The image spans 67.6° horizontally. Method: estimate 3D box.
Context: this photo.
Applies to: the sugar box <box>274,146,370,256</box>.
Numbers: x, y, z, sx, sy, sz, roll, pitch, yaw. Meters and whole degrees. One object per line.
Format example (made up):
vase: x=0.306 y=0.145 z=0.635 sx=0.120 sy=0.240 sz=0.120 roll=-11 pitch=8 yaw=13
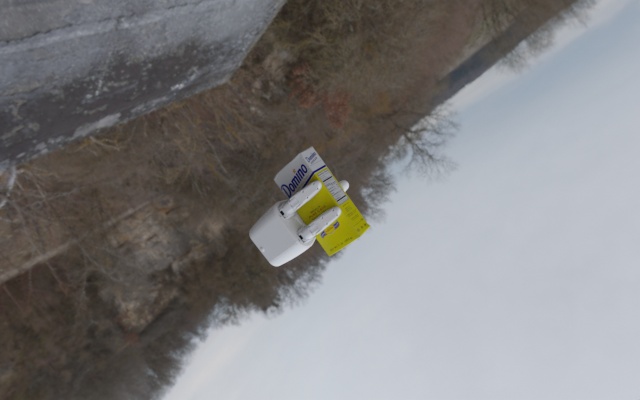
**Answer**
sugar box: x=0.000 y=0.003 z=0.841 sx=0.093 sy=0.176 sz=0.048 roll=-39 pitch=-1 yaw=43
